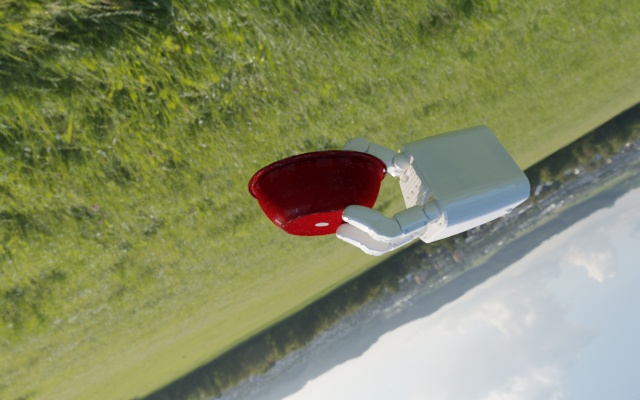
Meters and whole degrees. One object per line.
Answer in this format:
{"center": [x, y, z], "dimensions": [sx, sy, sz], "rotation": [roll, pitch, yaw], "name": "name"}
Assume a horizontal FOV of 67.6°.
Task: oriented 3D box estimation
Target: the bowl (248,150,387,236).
{"center": [-0.001, 0.002, 0.543], "dimensions": [0.162, 0.055, 0.162], "rotation": [-7, -19, -2], "name": "bowl"}
